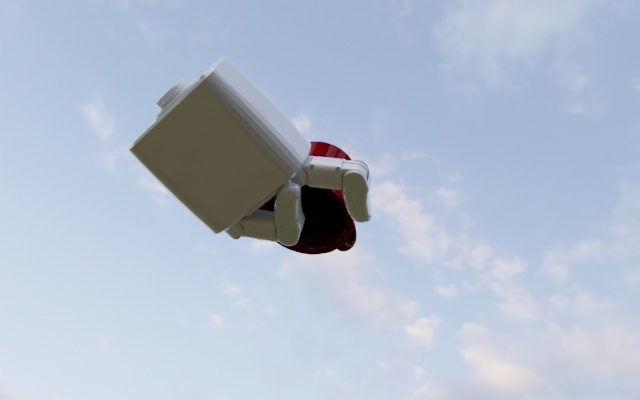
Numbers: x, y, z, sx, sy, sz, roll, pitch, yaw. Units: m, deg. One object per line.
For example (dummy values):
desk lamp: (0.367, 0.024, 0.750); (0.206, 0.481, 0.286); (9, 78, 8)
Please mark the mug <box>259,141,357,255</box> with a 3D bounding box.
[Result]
mug: (0.001, 0.002, 0.486); (0.093, 0.117, 0.081); (-29, 26, 31)
